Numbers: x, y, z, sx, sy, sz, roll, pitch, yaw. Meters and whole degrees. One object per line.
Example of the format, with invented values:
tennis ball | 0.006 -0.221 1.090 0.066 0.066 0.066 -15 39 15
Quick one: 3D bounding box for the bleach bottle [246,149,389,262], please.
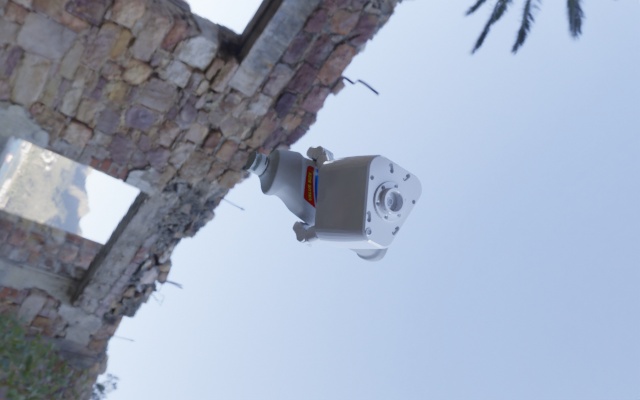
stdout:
bleach bottle | 0.000 0.002 0.713 0.251 0.102 0.068 27 -15 -29
